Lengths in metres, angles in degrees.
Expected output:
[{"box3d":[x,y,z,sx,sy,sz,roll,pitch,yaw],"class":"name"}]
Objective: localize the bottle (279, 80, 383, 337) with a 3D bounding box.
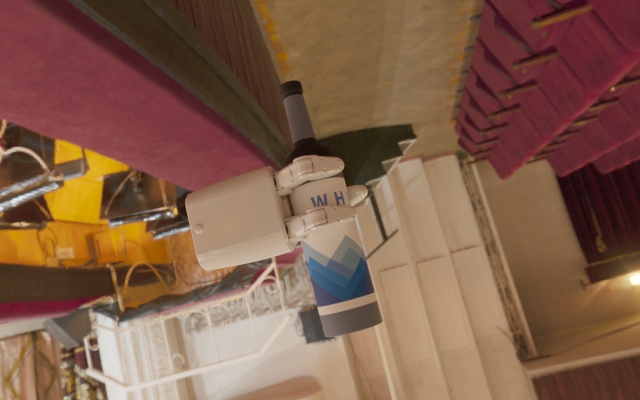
[{"box3d":[0.000,0.002,0.552,0.069,0.295,0.069,-14,-9,-2],"class":"bottle"}]
